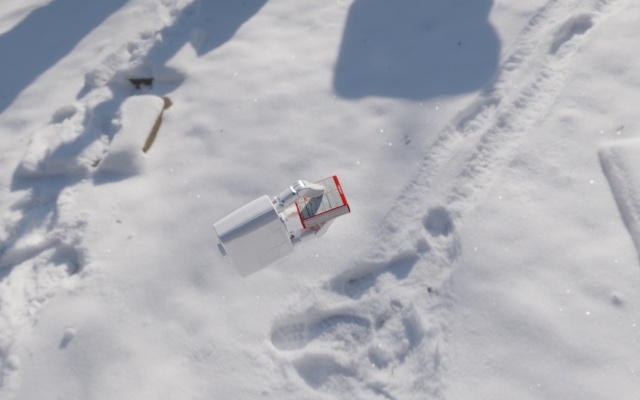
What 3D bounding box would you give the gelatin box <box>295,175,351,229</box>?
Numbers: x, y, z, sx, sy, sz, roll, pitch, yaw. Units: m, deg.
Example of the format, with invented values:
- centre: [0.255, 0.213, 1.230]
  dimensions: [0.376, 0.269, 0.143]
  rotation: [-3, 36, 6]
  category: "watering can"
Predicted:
- centre: [0.000, 0.002, 0.851]
  dimensions: [0.089, 0.073, 0.030]
  rotation: [-21, -39, 1]
  category: "gelatin box"
